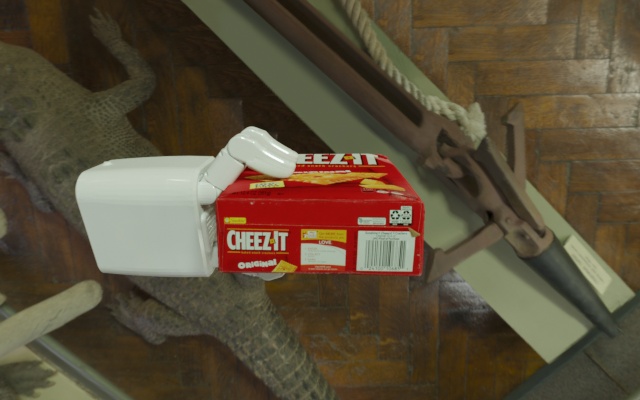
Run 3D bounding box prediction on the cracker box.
[{"bbox_3d":[0.000,0.002,0.470,0.164,0.072,0.213,1,15,0],"label":"cracker box"}]
